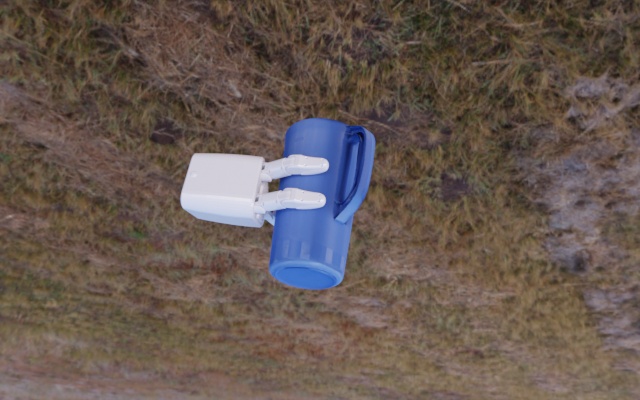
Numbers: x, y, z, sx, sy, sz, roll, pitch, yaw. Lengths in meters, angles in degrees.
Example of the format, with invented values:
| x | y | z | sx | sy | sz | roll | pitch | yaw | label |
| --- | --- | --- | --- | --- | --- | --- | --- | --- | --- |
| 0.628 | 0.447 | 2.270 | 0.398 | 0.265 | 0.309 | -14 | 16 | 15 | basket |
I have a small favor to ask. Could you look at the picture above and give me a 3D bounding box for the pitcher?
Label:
| x | y | z | sx | sy | sz | roll | pitch | yaw | label |
| --- | --- | --- | --- | --- | --- | --- | --- | --- | --- |
| 0.000 | 0.002 | 0.724 | 0.145 | 0.242 | 0.149 | 6 | -28 | 4 | pitcher |
